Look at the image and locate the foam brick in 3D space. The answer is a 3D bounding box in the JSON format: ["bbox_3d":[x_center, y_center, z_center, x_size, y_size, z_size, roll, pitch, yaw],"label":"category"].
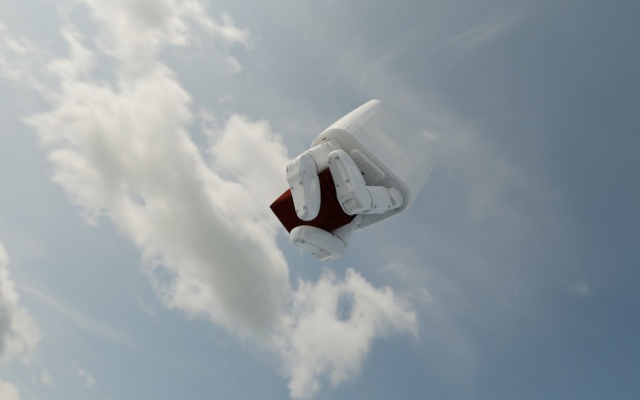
[{"bbox_3d":[0.000,0.002,0.480,0.078,0.053,0.051,-26,14,40],"label":"foam brick"}]
